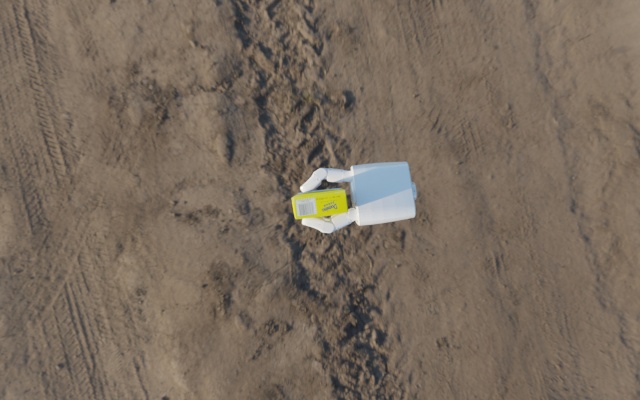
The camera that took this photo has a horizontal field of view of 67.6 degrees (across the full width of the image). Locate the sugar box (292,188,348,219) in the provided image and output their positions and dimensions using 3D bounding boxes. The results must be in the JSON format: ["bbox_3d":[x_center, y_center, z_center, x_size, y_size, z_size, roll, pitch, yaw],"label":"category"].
[{"bbox_3d":[0.000,0.003,0.887,0.093,0.048,0.176,-7,0,1],"label":"sugar box"}]
